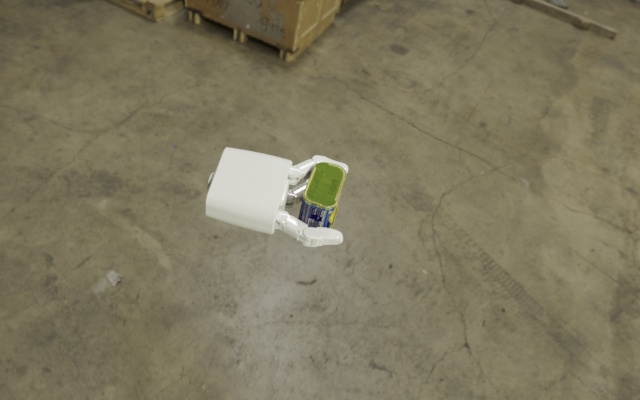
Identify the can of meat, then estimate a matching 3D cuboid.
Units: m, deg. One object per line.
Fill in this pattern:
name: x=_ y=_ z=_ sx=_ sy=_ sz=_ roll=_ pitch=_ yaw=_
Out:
can of meat: x=0.000 y=0.002 z=0.729 sx=0.057 sy=0.084 sz=0.102 roll=17 pitch=45 yaw=3
